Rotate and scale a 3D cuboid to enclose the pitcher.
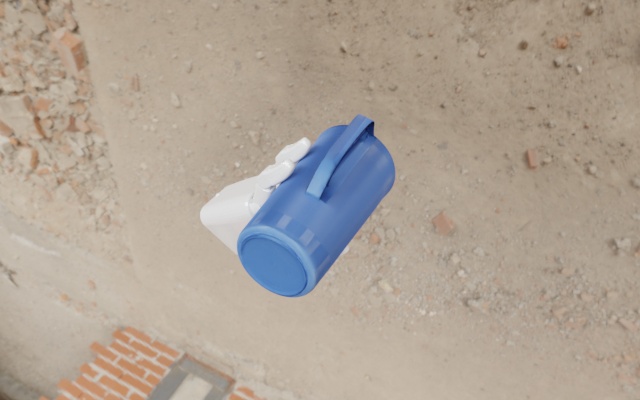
[{"bbox_3d":[0.000,0.002,0.626,0.145,0.149,0.242,-11,27,37],"label":"pitcher"}]
